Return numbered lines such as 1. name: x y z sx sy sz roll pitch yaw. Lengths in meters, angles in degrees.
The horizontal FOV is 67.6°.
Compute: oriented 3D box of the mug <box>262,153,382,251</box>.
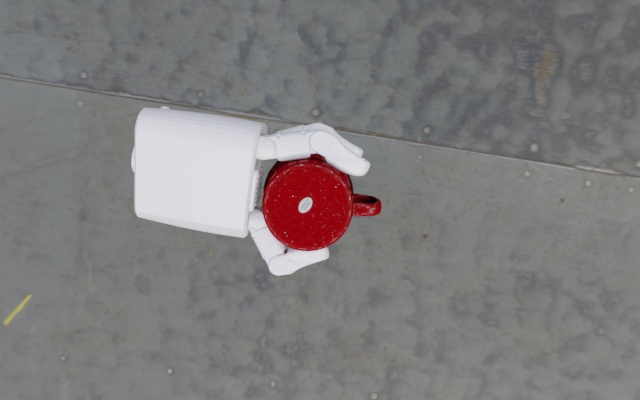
1. mug: 0.001 0.002 0.455 0.117 0.093 0.081 8 10 -2
